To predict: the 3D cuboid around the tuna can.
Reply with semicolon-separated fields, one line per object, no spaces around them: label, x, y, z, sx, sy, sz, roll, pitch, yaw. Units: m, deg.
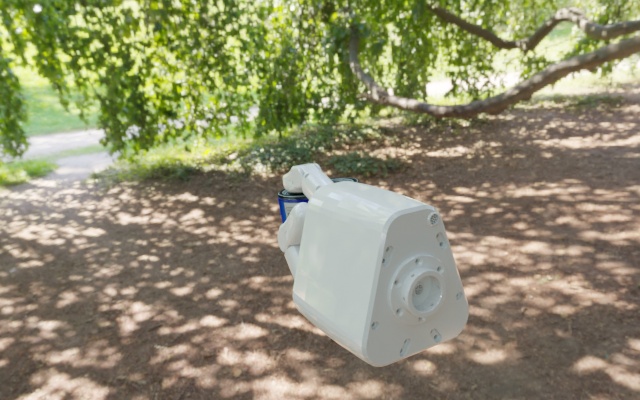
tuna can;0.000;0.001;0.487;0.086;0.034;0.086;-9;11;2
